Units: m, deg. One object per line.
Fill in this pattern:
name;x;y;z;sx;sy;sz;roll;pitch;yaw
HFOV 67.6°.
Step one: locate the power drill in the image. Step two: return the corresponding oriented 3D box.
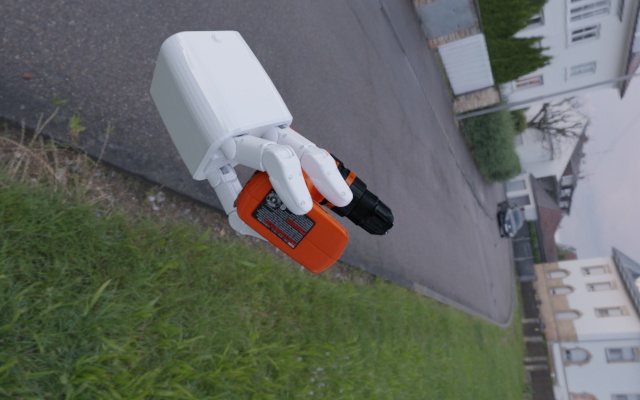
power drill;0.000;0.002;0.506;0.184;0.057;0.187;36;20;-4
